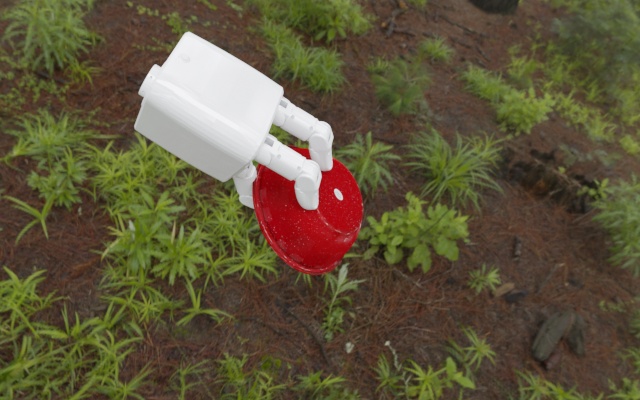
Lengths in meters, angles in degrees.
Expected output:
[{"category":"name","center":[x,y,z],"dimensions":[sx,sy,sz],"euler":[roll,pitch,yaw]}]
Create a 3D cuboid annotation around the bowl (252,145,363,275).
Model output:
[{"category":"bowl","center":[0.001,0.002,0.556],"dimensions":[0.055,0.162,0.162],"euler":[-23,-14,38]}]
